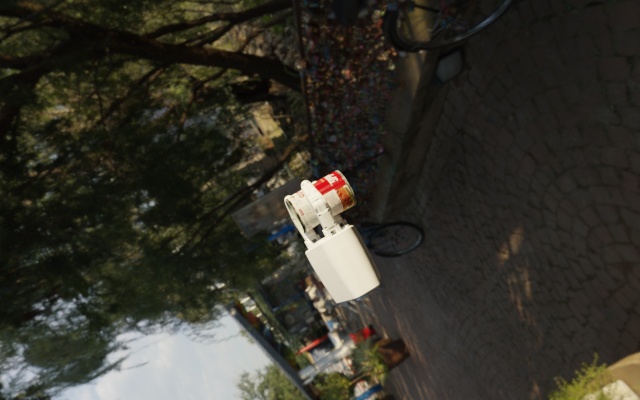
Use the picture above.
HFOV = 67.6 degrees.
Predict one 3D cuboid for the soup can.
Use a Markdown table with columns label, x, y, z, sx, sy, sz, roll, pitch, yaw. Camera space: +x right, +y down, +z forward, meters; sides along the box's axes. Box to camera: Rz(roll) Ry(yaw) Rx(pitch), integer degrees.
| label | x | y | z | sx | sy | sz | roll | pitch | yaw |
| --- | --- | --- | --- | --- | --- | --- | --- | --- | --- |
| soup can | 0.000 | 0.002 | 0.809 | 0.102 | 0.068 | 0.068 | -29 | 5 | -9 |
